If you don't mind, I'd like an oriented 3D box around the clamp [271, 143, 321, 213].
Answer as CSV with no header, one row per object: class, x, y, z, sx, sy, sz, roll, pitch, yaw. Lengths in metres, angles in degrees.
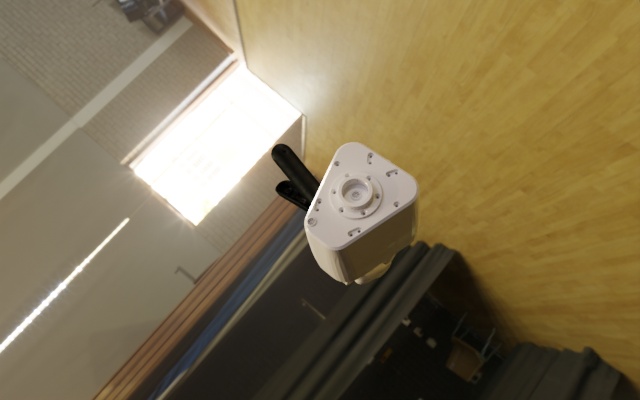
clamp,0.000,0.002,0.586,0.171,0.039,0.120,36,-14,21
